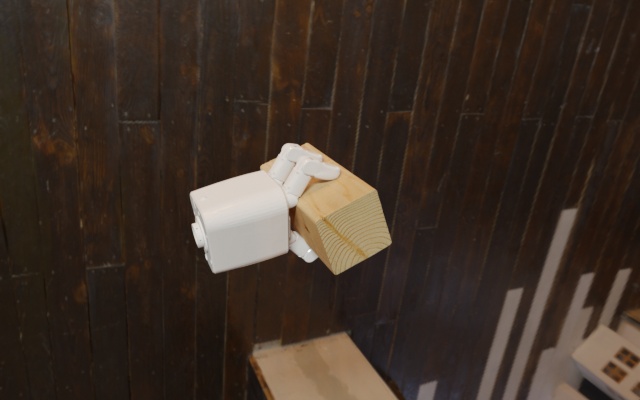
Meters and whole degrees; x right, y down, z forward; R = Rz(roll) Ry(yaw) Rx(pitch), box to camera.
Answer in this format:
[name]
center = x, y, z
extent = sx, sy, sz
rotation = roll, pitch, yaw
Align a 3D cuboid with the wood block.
[wood block]
center = 0.000, 0.003, 0.676
extent = 0.090, 0.091, 0.206
rotation = -28, 32, -13
